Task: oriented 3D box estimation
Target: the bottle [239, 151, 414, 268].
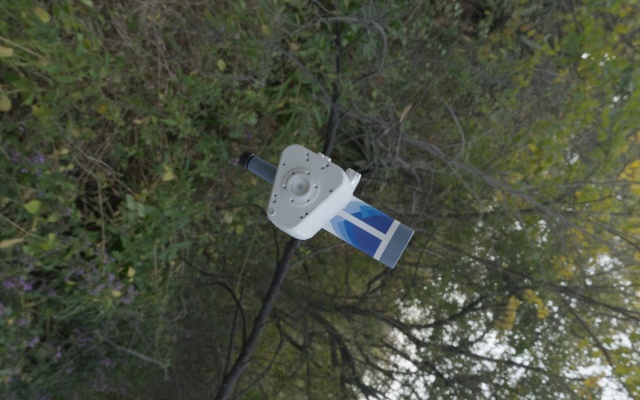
[{"bbox_3d":[0.000,0.003,0.748,0.295,0.069,0.069,30,6,11],"label":"bottle"}]
